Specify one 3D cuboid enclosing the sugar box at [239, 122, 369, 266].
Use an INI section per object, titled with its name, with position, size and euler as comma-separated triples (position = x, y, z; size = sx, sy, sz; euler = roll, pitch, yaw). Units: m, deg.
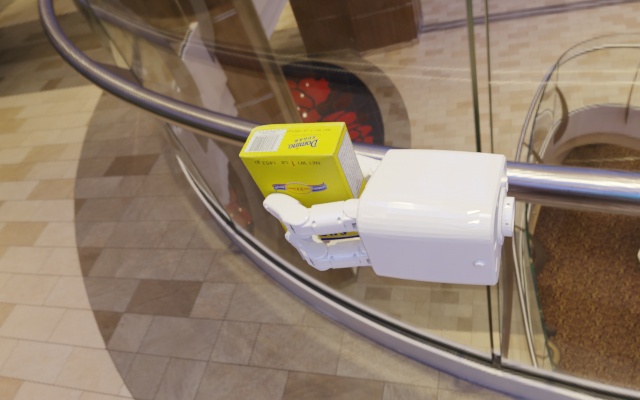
[sugar box]
position = 0.000, 0.002, 0.472
size = 0.093, 0.048, 0.176
euler = 2, -39, 25
